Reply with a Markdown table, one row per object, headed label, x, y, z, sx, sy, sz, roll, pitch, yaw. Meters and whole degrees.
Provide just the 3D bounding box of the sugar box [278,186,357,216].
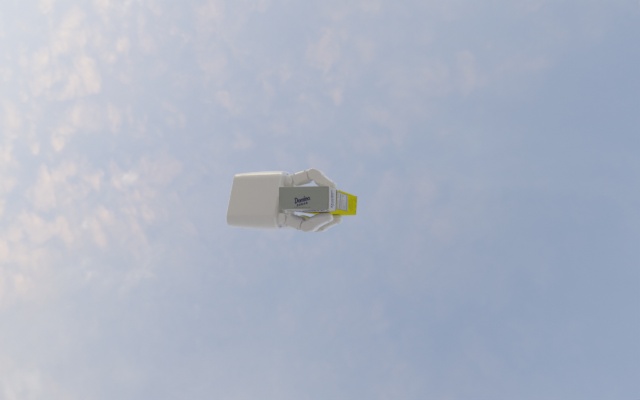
| label | x | y | z | sx | sy | sz | roll | pitch | yaw |
| --- | --- | --- | --- | --- | --- | --- | --- | --- | --- |
| sugar box | 0.000 | 0.003 | 0.874 | 0.093 | 0.048 | 0.176 | 0 | -2 | 20 |
